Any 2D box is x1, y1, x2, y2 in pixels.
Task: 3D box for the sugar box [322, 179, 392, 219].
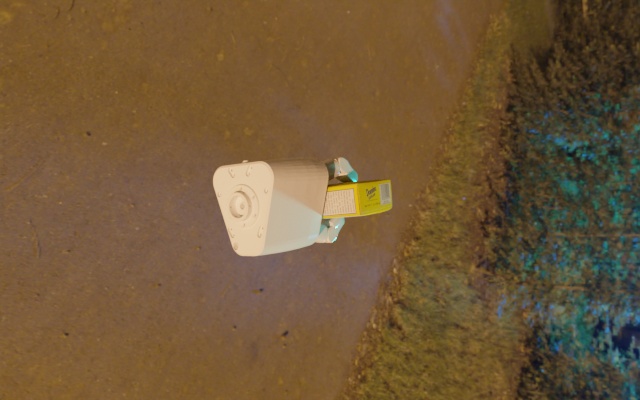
[{"bbox_3d":[0.000,0.002,0.655,0.176,0.048,0.093,-3,3,34],"label":"sugar box"}]
